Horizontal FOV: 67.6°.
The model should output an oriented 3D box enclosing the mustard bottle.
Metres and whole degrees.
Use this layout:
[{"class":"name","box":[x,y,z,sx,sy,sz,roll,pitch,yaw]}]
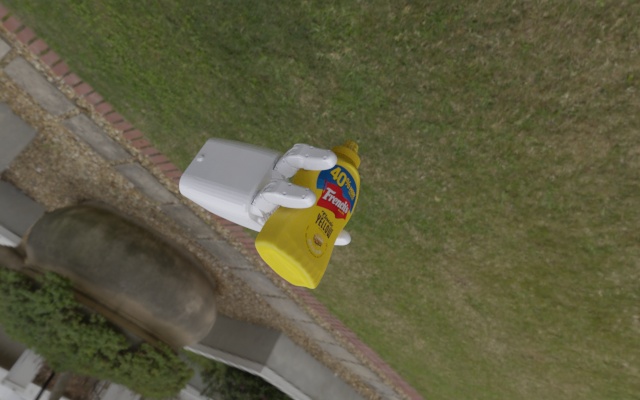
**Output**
[{"class":"mustard bottle","box":[0.000,0.002,0.576,0.058,0.191,0.096,1,-38,41]}]
